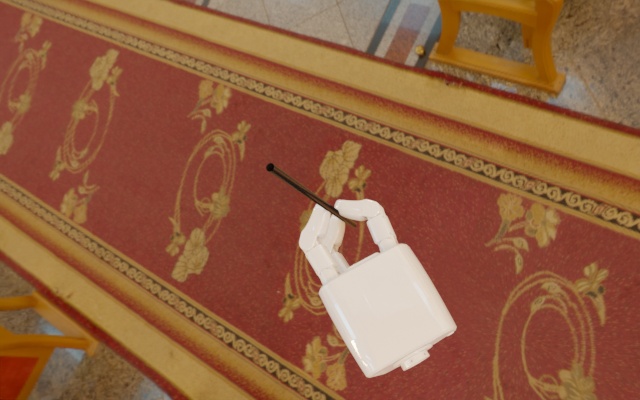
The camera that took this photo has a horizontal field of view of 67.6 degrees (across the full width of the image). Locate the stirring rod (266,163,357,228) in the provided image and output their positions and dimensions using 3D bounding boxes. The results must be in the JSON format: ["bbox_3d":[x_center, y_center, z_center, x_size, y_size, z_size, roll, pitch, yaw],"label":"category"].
[{"bbox_3d":[0.000,0.002,0.531,0.011,0.011,0.239,0,-15,23],"label":"stirring rod"}]
